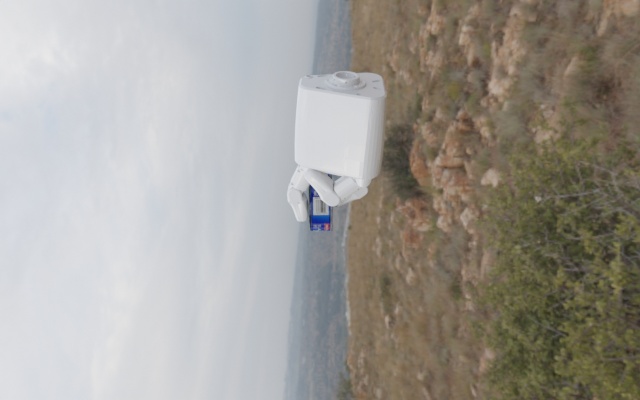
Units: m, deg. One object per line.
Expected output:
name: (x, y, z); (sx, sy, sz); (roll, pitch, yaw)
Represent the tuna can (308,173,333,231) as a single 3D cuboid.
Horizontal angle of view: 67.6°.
tuna can: (0.000, 0.002, 0.697); (0.034, 0.086, 0.086); (-1, 0, 0)
